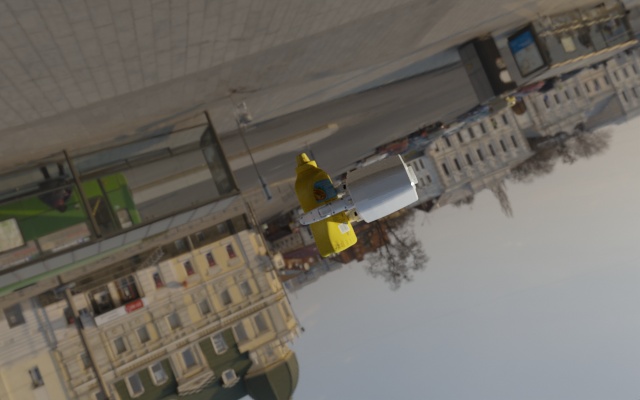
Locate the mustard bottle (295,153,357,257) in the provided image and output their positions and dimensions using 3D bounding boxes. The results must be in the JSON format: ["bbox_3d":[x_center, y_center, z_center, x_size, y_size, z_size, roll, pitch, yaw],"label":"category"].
[{"bbox_3d":[0.000,0.003,0.885,0.058,0.191,0.096,-24,-3,32],"label":"mustard bottle"}]
